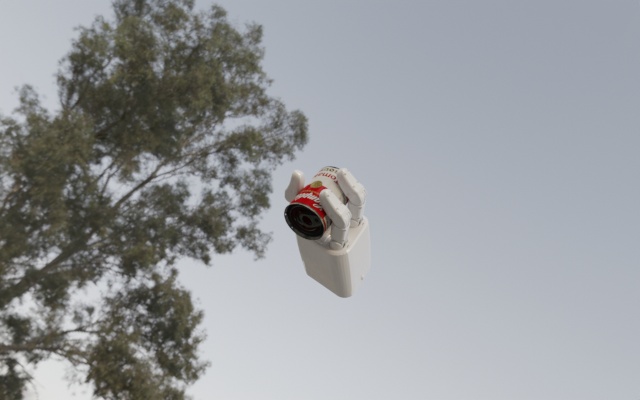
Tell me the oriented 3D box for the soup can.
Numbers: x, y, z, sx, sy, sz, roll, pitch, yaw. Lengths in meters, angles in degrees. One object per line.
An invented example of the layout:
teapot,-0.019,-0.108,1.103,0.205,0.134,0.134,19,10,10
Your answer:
soup can,0.000,0.002,0.724,0.068,0.068,0.102,0,36,37
